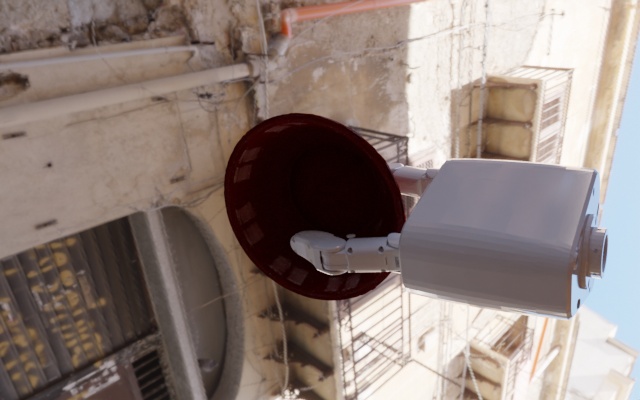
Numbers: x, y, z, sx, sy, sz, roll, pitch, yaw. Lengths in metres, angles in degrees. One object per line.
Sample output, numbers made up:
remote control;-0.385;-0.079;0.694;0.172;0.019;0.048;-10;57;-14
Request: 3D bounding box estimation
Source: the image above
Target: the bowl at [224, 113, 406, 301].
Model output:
bowl;-0.001;0.001;0.405;0.162;0.162;0.055;0;21;26
